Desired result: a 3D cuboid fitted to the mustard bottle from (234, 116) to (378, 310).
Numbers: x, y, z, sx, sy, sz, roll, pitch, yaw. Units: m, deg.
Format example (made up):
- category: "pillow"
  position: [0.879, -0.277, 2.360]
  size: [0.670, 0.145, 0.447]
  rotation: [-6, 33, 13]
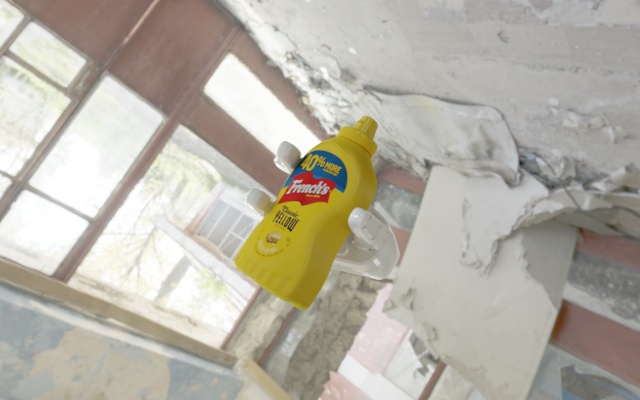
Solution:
- category: "mustard bottle"
  position: [0.000, 0.002, 0.459]
  size: [0.096, 0.191, 0.058]
  rotation: [23, -12, 49]
